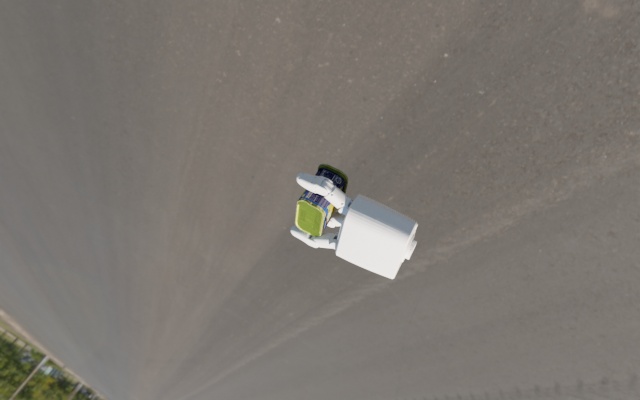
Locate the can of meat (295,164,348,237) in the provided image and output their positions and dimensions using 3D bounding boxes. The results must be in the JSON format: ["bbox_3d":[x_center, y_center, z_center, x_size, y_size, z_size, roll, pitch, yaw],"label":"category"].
[{"bbox_3d":[0.000,0.003,0.811,0.057,0.084,0.102,26,-31,11],"label":"can of meat"}]
